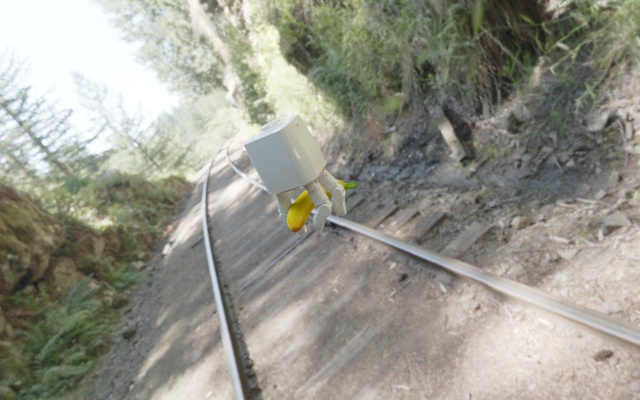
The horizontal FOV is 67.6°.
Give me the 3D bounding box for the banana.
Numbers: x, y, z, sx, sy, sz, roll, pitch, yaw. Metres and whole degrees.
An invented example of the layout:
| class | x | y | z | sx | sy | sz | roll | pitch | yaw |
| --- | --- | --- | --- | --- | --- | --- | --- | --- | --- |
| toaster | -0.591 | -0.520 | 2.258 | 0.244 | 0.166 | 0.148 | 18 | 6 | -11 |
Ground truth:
| class | x | y | z | sx | sy | sz | roll | pitch | yaw |
| --- | --- | --- | --- | --- | --- | --- | --- | --- | --- |
| banana | -0.012 | 0.002 | 0.902 | 0.069 | 0.037 | 0.197 | 0 | 27 | 42 |
